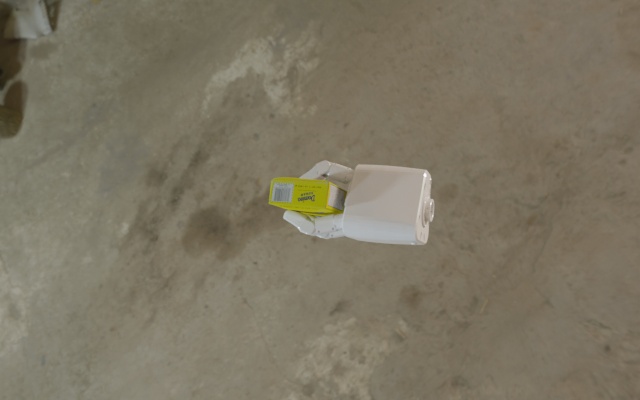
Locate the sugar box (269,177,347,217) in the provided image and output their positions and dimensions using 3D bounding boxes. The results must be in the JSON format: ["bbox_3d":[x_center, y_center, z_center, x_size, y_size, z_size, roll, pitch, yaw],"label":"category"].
[{"bbox_3d":[0.000,0.003,0.754,0.093,0.048,0.176,5,-9,23],"label":"sugar box"}]
